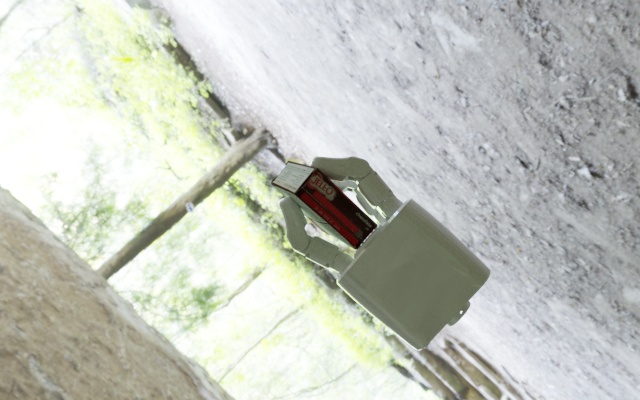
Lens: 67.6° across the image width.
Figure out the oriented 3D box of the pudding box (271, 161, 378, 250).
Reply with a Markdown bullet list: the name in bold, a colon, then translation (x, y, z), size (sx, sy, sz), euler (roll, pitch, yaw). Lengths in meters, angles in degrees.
- **pudding box**: translation (0.000, 0.002, 0.511), size (0.090, 0.039, 0.113), euler (43, -8, -19)
